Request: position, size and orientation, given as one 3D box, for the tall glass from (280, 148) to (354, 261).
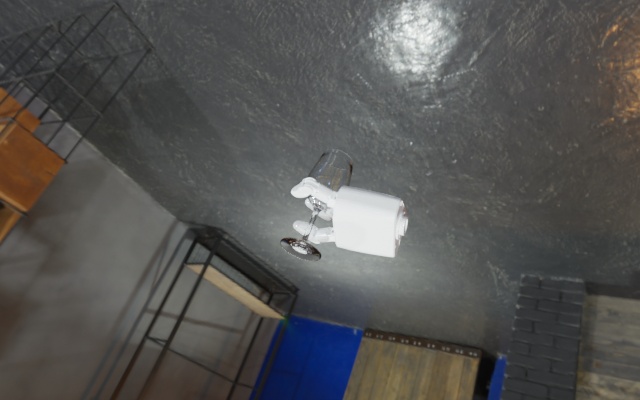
[{"bbox_3d":[0.000,0.003,0.850,0.079,0.201,0.079,17,-29,10],"label":"tall glass"}]
